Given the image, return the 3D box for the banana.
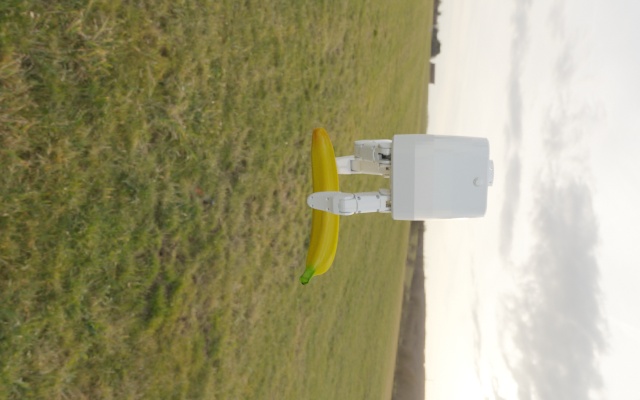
[{"bbox_3d":[0.004,0.009,0.614,0.037,0.197,0.069,1,-10,12],"label":"banana"}]
